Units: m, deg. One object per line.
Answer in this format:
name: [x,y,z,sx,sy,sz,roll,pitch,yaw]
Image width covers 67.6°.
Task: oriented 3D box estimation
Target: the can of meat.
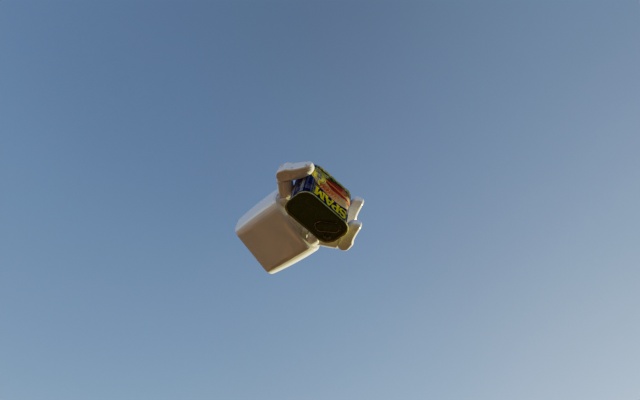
can of meat: [0.000,0.002,0.751,0.057,0.102,0.084,-36,24,31]
